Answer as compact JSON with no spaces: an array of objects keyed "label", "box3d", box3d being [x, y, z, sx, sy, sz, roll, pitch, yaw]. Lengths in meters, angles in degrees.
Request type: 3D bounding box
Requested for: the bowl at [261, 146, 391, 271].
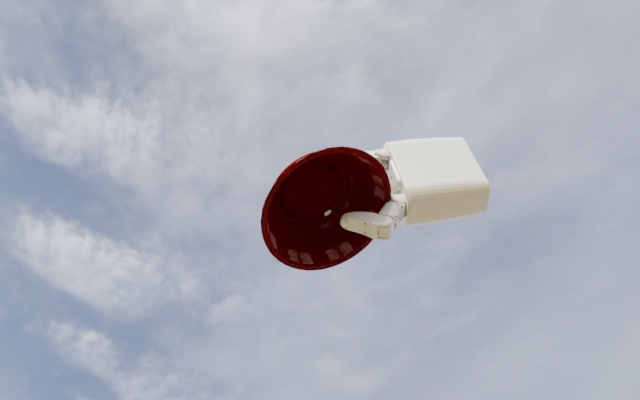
[{"label":"bowl","box3d":[-0.001,0.002,0.563,0.162,0.162,0.055,0,29,-27]}]
